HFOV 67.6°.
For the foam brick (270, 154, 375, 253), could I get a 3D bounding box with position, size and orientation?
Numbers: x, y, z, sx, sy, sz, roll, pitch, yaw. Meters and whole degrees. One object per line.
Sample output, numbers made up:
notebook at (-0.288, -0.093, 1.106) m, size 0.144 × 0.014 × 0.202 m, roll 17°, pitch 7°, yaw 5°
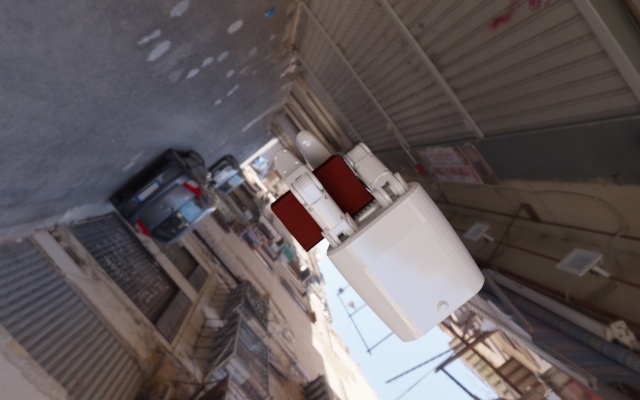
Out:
foam brick at (0.000, 0.002, 0.432) m, size 0.078 × 0.051 × 0.053 m, roll -38°, pitch 7°, yaw 0°
